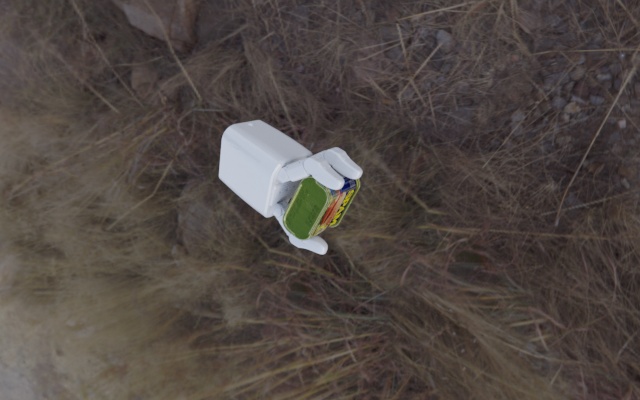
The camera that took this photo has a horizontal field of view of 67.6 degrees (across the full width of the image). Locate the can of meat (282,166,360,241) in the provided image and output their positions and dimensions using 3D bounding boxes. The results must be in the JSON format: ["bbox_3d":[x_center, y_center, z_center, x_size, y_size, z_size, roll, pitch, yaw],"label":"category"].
[{"bbox_3d":[0.000,0.002,0.689,0.057,0.102,0.084,39,31,17],"label":"can of meat"}]
